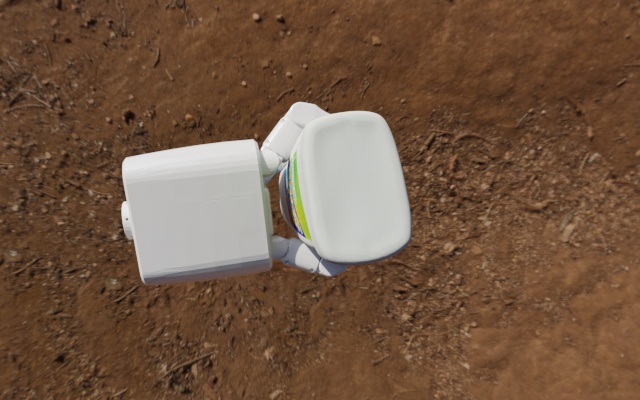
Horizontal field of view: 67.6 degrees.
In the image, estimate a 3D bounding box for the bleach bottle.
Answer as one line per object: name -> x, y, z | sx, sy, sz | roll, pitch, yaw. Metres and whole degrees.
bleach bottle -> 0.000, 0.001, 0.422 | 0.068, 0.102, 0.251 | -9, -4, -11
